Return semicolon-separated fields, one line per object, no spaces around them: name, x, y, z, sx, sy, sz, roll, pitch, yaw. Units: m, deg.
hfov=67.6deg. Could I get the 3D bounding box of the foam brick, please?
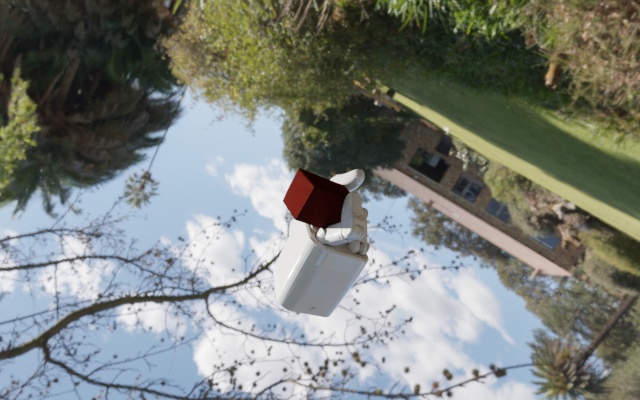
foam brick;0.000;0.002;0.619;0.078;0.051;0.053;20;20;-34
